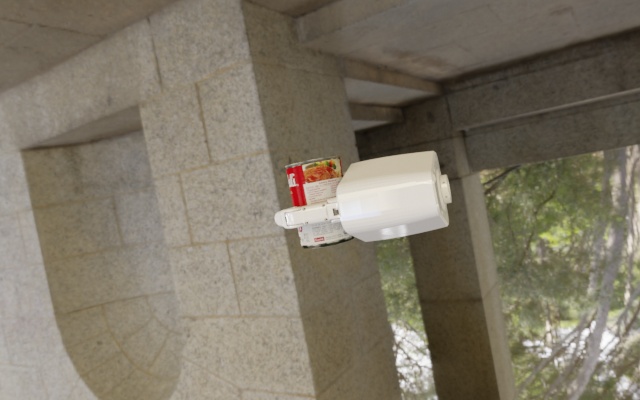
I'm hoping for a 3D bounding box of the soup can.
[{"bbox_3d":[0.000,0.002,0.581,0.068,0.102,0.068,-11,2,0],"label":"soup can"}]
